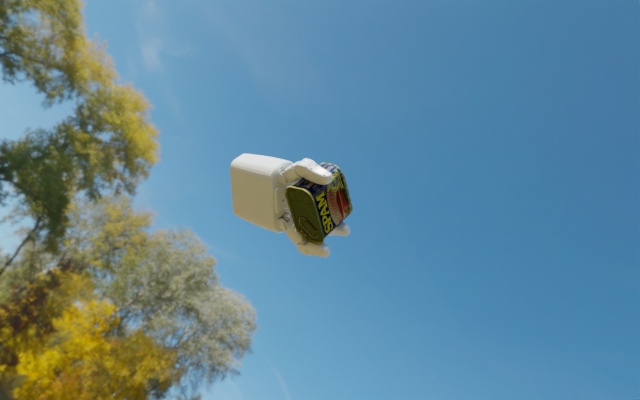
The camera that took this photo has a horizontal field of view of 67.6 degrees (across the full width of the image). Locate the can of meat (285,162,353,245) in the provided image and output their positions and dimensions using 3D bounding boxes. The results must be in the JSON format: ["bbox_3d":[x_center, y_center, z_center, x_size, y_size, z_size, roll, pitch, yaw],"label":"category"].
[{"bbox_3d":[0.000,0.002,0.745,0.057,0.102,0.084,12,40,39],"label":"can of meat"}]
